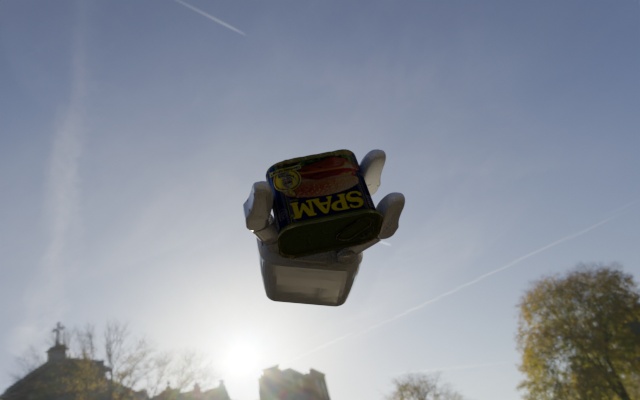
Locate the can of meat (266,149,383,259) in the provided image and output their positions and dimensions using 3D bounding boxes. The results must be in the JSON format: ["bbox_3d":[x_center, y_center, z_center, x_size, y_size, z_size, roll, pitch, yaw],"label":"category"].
[{"bbox_3d":[0.000,0.001,0.475,0.102,0.084,0.057,-11,-35,-9],"label":"can of meat"}]
